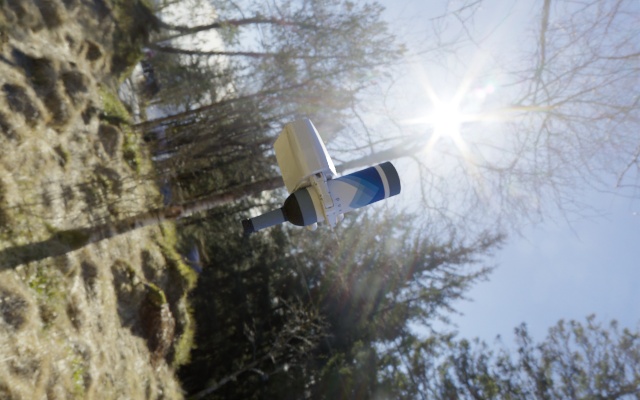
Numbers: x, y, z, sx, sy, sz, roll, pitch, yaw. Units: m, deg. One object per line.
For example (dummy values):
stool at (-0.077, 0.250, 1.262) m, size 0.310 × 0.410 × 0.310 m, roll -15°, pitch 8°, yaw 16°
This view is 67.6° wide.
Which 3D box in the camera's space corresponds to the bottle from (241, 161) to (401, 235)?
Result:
bottle at (0.000, 0.003, 0.875) m, size 0.295 × 0.069 × 0.069 m, roll -18°, pitch 3°, yaw -10°
